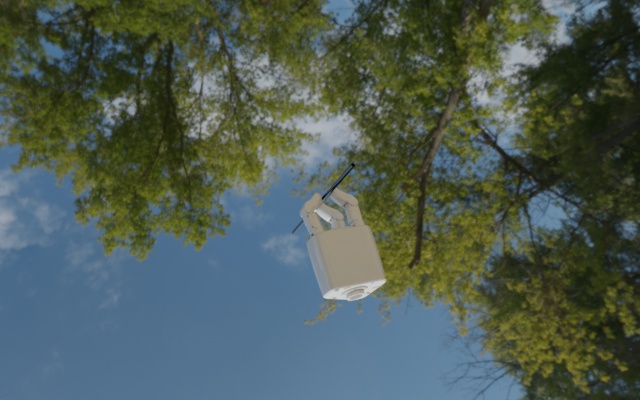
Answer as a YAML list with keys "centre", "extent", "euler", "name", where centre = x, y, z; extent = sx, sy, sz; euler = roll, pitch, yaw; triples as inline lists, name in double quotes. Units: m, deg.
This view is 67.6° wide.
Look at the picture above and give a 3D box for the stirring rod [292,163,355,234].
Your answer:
- centre: [0.000, 0.003, 0.895]
  extent: [0.011, 0.011, 0.240]
  euler: [0, -32, -33]
  name: "stirring rod"
